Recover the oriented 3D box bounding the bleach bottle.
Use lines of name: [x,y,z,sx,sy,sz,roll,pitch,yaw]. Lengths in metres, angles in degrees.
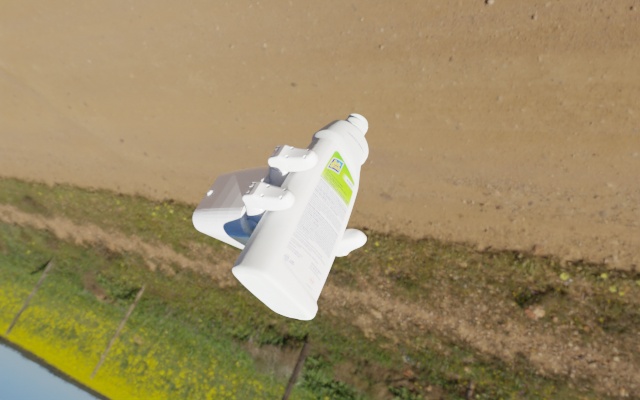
bleach bottle: [0.000,0.002,0.552,0.068,0.250,0.103,0,-40,41]
